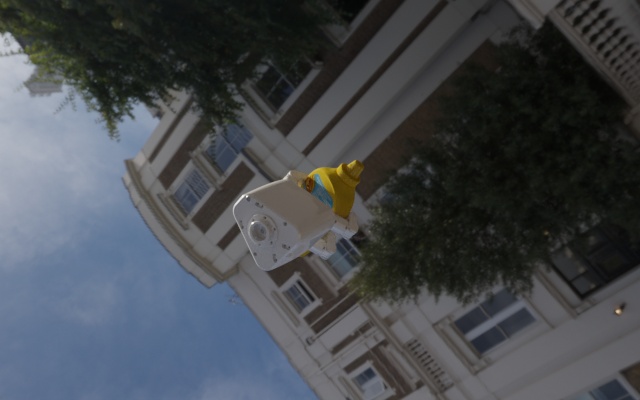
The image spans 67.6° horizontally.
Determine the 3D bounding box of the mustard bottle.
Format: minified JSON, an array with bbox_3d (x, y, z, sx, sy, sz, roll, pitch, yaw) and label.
[{"bbox_3d":[0.000,0.003,0.785,0.058,0.096,0.192,11,-47,-48],"label":"mustard bottle"}]
